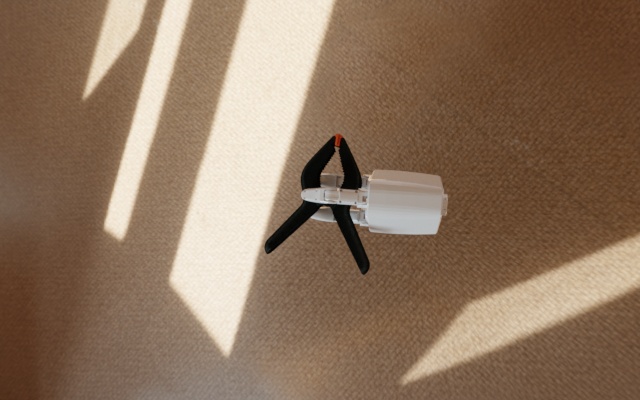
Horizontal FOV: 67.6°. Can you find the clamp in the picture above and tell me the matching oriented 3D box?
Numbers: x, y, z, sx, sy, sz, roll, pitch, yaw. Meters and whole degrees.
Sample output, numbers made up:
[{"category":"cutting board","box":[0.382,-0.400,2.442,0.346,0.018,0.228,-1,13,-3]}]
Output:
[{"category":"clamp","box":[0.000,0.002,0.733,0.164,0.210,0.036,4,-2,8]}]
